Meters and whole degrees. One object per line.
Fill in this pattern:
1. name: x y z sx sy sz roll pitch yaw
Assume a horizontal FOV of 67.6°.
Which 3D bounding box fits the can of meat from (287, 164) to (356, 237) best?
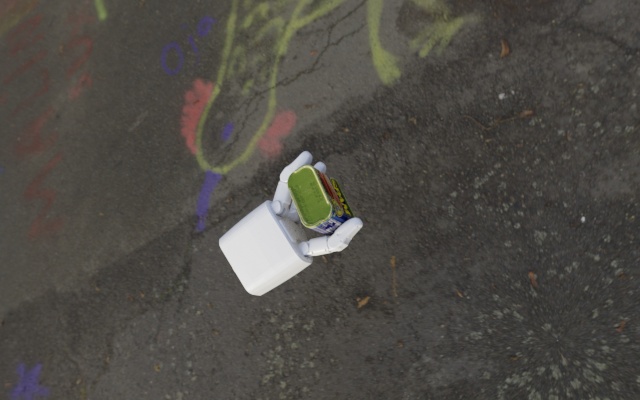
1. can of meat: 0.000 0.002 0.724 0.057 0.102 0.084 -32 -26 16
